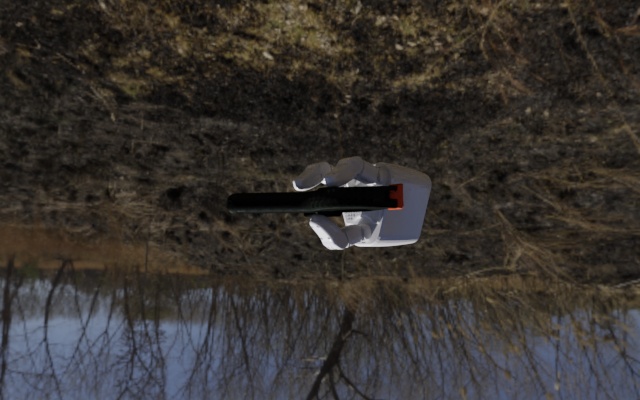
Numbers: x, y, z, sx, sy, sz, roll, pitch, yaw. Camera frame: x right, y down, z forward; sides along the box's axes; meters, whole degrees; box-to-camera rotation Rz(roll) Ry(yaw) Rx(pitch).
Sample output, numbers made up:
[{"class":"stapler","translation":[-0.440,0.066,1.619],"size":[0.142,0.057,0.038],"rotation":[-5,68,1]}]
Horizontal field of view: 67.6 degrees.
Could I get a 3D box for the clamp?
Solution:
[{"class":"clamp","translation":[0.001,0.003,0.585],"size":[0.210,0.036,0.164],"rotation":[-6,-6,43]}]
